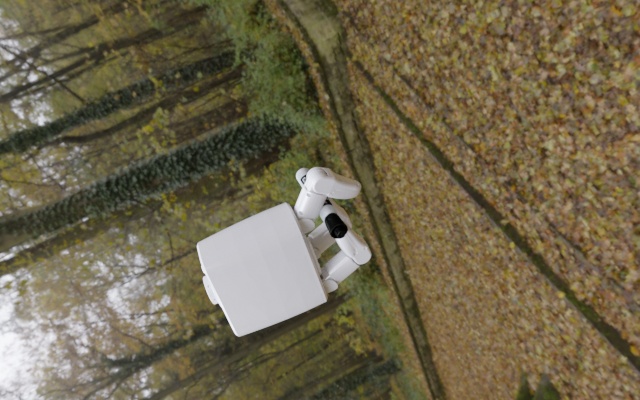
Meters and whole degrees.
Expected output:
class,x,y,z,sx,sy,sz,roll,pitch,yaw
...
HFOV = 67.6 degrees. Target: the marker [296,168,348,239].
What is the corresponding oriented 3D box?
class,x,y,z,sx,sy,sz,roll,pitch,yaw
marker,0.000,0.002,0.513,0.020,0.020,0.121,0,32,-23
